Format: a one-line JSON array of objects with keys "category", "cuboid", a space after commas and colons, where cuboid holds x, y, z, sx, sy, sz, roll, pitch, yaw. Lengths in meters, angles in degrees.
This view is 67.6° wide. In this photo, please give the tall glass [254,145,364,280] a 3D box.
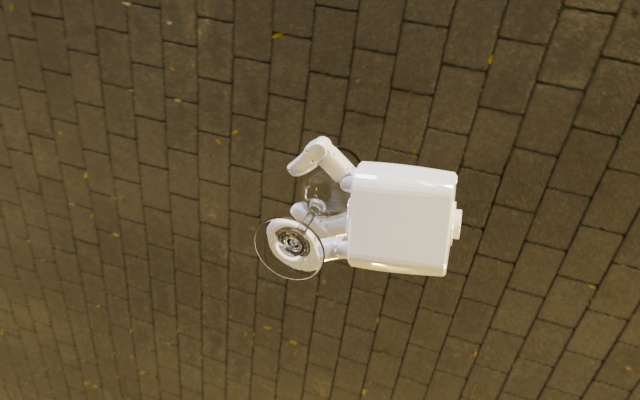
[{"category": "tall glass", "cuboid": [0.000, 0.002, 0.551, 0.079, 0.079, 0.201, 0, 28, 20]}]
